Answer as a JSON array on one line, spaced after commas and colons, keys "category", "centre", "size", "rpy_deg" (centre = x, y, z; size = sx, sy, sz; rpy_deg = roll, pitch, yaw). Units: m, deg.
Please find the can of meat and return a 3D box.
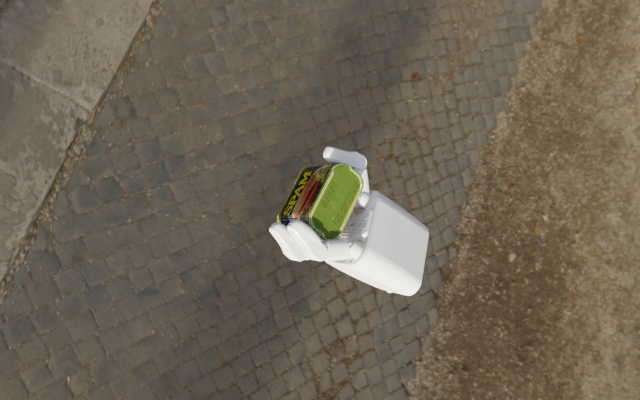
[{"category": "can of meat", "centre": [0.000, 0.002, 0.618], "size": [0.057, 0.102, 0.084], "rpy_deg": [34, -18, -25]}]
